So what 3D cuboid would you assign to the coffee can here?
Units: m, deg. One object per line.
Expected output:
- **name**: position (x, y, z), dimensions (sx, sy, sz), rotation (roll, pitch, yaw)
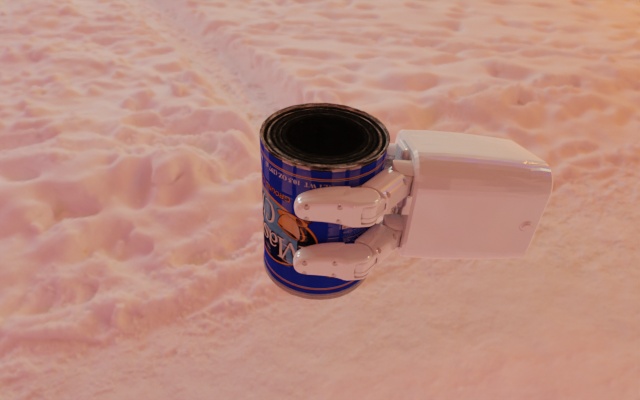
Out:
- **coffee can**: position (0.000, 0.001, 0.416), dimensions (0.103, 0.140, 0.102), rotation (2, 38, -2)
